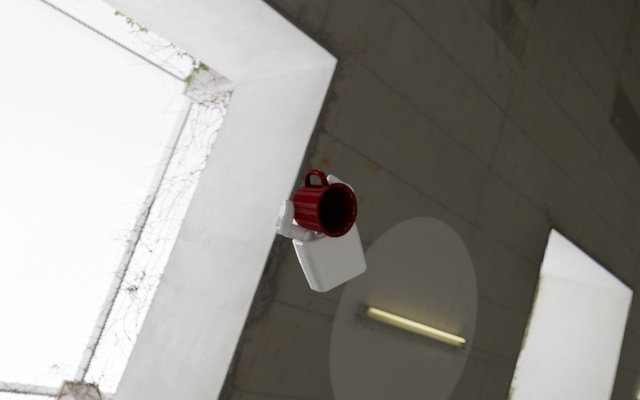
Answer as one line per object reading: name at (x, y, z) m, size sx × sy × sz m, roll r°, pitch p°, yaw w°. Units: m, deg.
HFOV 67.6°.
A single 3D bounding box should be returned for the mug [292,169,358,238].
mug at (0.000, 0.001, 0.826) m, size 0.093 × 0.117 × 0.081 m, roll -29°, pitch 22°, yaw -34°
